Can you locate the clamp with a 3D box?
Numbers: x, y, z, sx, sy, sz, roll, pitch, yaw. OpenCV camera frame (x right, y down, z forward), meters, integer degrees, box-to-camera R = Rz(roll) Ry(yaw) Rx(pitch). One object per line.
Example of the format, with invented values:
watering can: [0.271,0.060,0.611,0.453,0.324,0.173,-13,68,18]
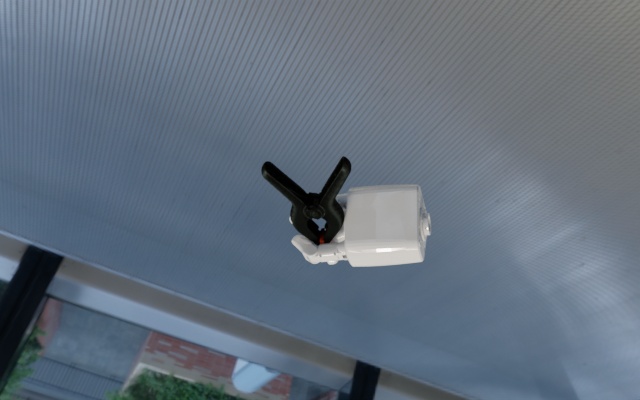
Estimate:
clamp: [0.000,0.003,0.677,0.120,0.039,0.172,-5,-43,20]
